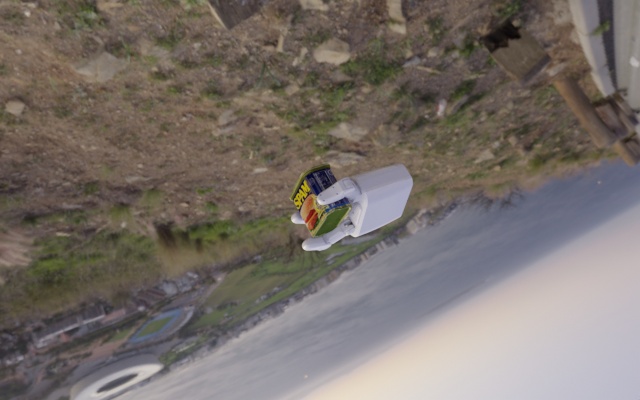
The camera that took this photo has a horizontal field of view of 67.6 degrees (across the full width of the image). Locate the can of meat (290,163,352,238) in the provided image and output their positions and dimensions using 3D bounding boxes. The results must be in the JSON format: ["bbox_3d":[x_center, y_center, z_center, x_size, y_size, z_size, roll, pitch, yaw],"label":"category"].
[{"bbox_3d":[0.000,0.003,0.793,0.057,0.084,0.102,-18,-23,-30],"label":"can of meat"}]
